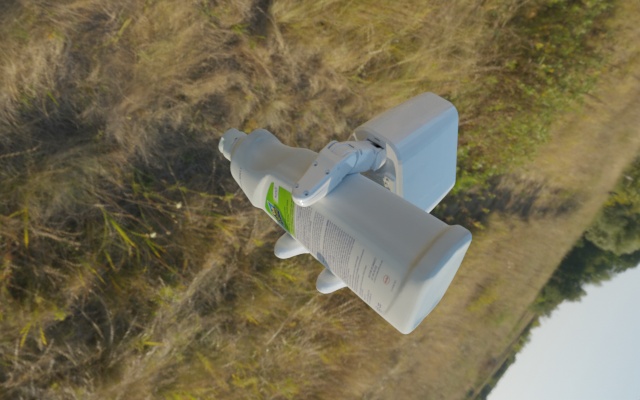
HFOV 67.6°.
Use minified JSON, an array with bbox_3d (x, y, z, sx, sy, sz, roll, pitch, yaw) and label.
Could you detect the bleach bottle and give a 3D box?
[{"bbox_3d":[0.000,0.001,0.421,0.250,0.103,0.068,37,52,25],"label":"bleach bottle"}]
